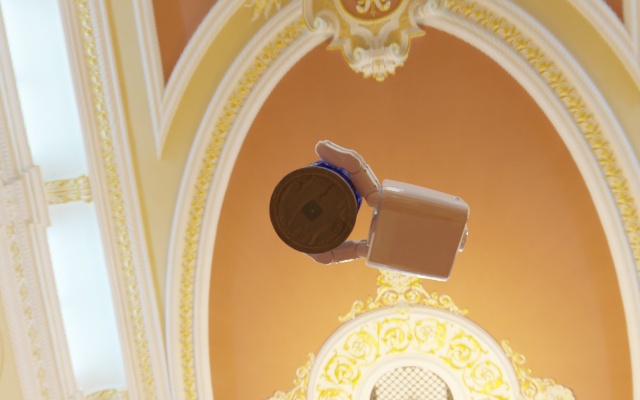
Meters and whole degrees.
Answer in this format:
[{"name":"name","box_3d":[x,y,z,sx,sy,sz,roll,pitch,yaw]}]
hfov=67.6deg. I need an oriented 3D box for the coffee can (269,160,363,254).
[{"name":"coffee can","box_3d":[0.000,0.002,0.615,0.103,0.103,0.140,0,9,8]}]
